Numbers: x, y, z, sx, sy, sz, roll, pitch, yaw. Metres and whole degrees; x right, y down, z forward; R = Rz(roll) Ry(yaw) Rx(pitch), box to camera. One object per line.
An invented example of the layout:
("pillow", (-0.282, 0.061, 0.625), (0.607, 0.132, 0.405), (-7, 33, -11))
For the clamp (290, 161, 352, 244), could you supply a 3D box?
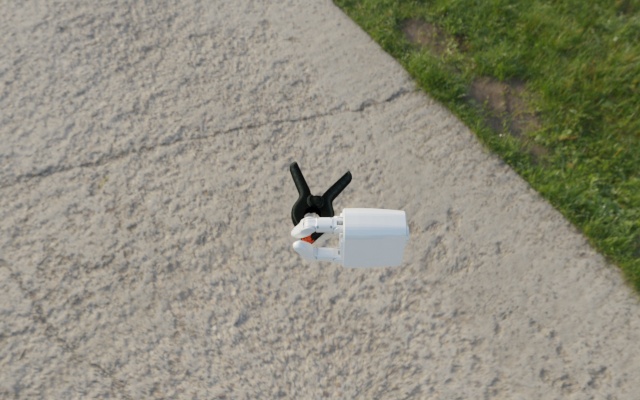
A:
("clamp", (0.000, 0.003, 0.882), (0.120, 0.171, 0.039), (0, -28, 1))
